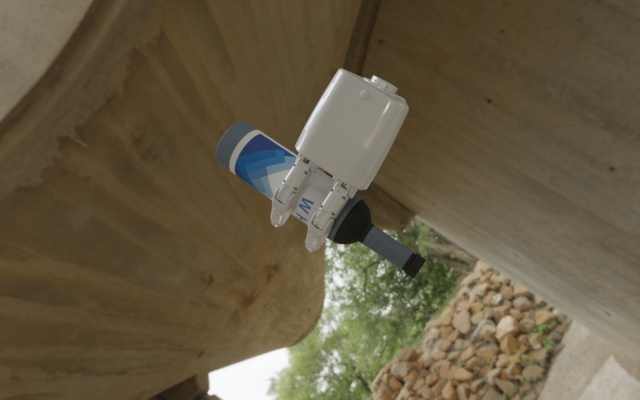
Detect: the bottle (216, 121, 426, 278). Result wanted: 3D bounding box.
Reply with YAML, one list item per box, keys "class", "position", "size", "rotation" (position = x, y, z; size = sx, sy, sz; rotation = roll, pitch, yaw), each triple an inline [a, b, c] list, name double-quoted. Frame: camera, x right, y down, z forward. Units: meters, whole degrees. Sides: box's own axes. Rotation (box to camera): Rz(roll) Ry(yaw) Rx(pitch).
- class: "bottle"
  position: [0.000, 0.002, 0.604]
  size: [0.295, 0.069, 0.069]
  rotation: [34, 10, 14]
